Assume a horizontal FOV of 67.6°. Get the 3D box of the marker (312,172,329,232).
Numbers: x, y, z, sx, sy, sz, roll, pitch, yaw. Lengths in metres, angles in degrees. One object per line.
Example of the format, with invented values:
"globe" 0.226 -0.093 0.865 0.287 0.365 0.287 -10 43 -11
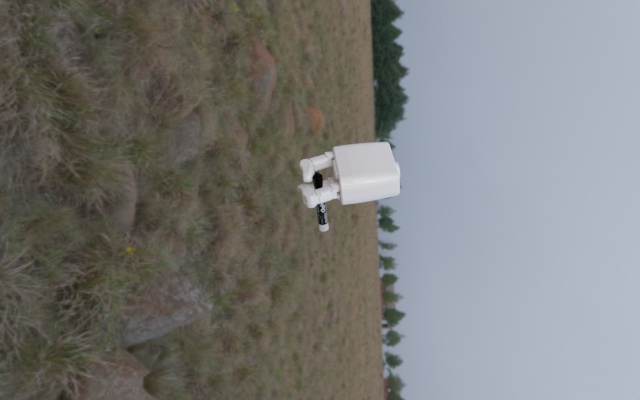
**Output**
"marker" 0.000 0.003 0.864 0.020 0.121 0.020 -5 33 3
